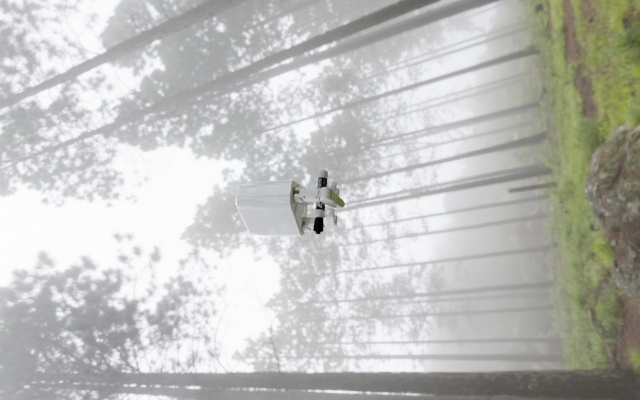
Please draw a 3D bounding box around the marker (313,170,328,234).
[{"bbox_3d":[0.000,0.003,0.846,0.020,0.121,0.020,4,-26,2],"label":"marker"}]
